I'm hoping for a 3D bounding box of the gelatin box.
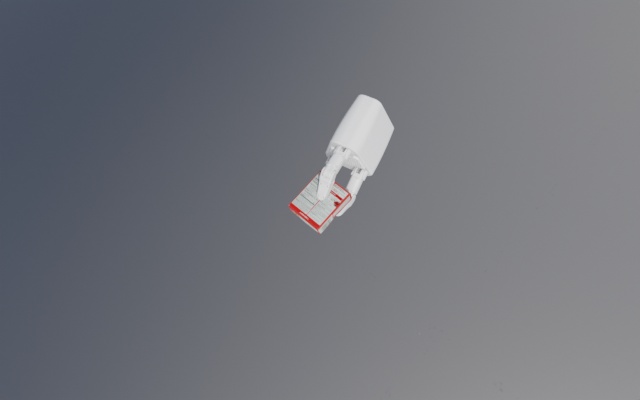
[{"bbox_3d":[0.000,0.003,0.848,0.073,0.089,0.030,38,-12,20],"label":"gelatin box"}]
